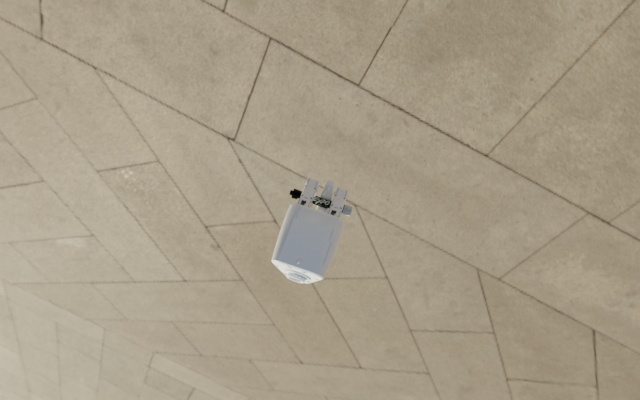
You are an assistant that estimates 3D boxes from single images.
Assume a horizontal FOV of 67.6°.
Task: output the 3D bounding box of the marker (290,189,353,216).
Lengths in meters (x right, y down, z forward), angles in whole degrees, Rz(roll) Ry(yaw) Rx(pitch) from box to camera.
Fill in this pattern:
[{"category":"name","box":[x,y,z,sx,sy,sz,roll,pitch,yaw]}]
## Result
[{"category":"marker","box":[0.000,0.003,0.894,0.121,0.020,0.020,18,2,5]}]
